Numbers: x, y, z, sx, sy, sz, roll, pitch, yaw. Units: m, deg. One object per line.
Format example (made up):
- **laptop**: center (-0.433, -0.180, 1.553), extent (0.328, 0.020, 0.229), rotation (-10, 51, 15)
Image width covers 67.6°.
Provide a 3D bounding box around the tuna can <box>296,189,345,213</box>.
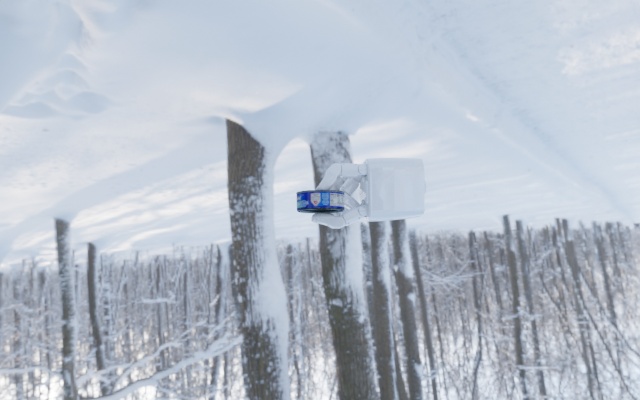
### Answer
- **tuna can**: center (0.000, 0.003, 0.841), extent (0.086, 0.033, 0.086), rotation (-1, -6, 0)
